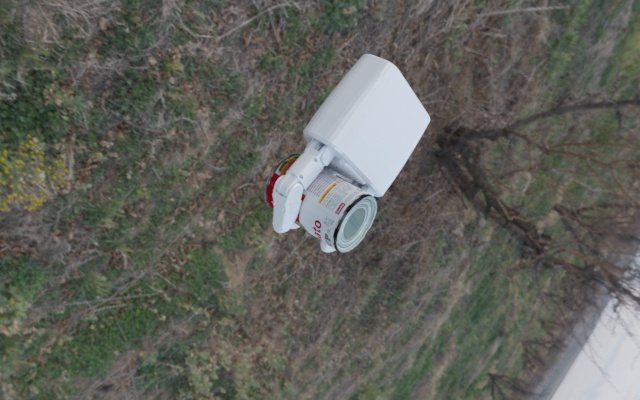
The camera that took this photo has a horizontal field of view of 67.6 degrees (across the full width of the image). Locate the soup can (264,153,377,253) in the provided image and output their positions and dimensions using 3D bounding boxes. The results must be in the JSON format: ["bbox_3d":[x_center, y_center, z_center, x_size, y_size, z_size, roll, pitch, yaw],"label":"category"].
[{"bbox_3d":[0.000,0.002,0.504,0.102,0.068,0.068,31,17,30],"label":"soup can"}]
